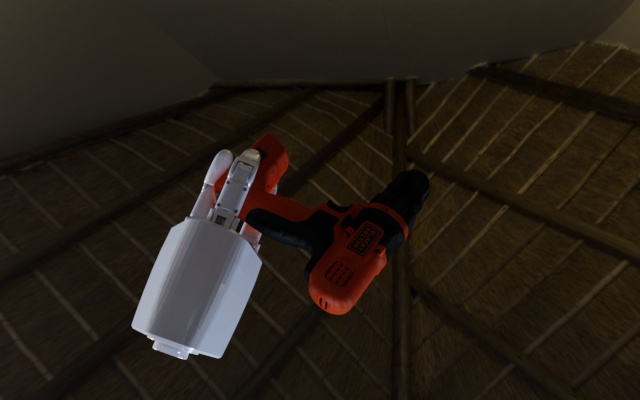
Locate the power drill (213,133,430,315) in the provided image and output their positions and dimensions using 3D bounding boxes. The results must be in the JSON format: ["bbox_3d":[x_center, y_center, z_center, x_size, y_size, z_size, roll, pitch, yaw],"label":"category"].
[{"bbox_3d":[0.000,0.002,0.493,0.187,0.184,0.057,29,-34,21],"label":"power drill"}]
